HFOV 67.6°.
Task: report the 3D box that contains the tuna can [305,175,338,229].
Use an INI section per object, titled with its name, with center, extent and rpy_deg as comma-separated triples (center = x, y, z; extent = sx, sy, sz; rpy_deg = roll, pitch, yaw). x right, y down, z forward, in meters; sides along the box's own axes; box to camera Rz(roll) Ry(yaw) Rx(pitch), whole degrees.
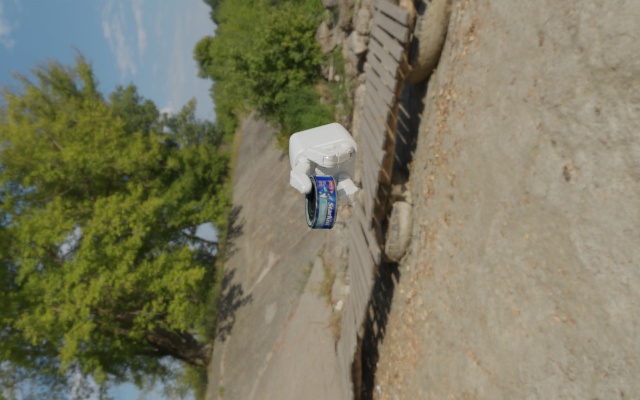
[tuna can]
center = 0.000, 0.002, 0.750
extent = 0.034, 0.086, 0.086
rpy_deg = 1, 0, -14
